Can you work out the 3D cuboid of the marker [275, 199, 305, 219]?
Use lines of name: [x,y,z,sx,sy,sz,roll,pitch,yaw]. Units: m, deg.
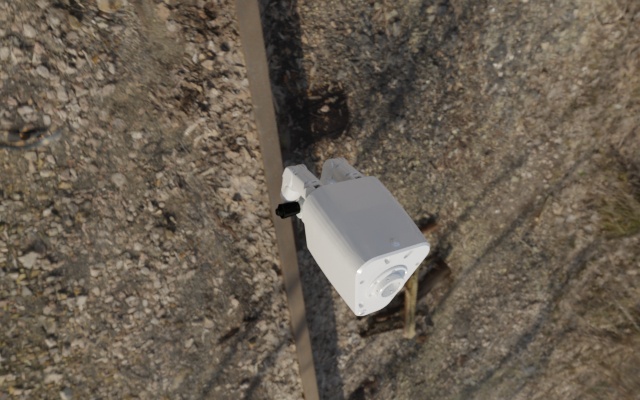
marker: [0.000,0.002,0.593,0.121,0.020,0.020,-13,6,-28]
